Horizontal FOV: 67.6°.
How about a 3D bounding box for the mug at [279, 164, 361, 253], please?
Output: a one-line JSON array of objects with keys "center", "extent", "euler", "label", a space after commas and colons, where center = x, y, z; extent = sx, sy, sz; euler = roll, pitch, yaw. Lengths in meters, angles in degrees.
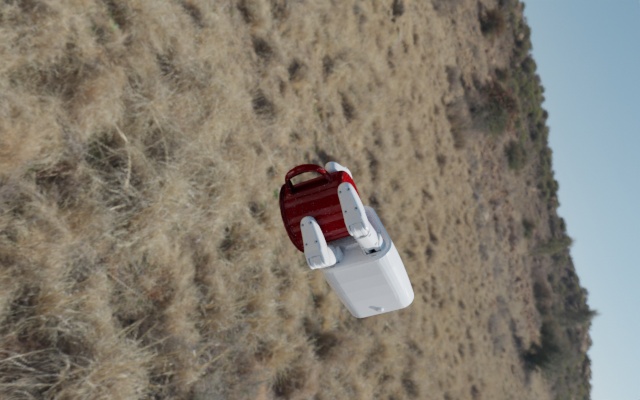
[{"center": [0.000, 0.001, 0.594], "extent": [0.081, 0.117, 0.093], "euler": [-17, 33, 17], "label": "mug"}]
